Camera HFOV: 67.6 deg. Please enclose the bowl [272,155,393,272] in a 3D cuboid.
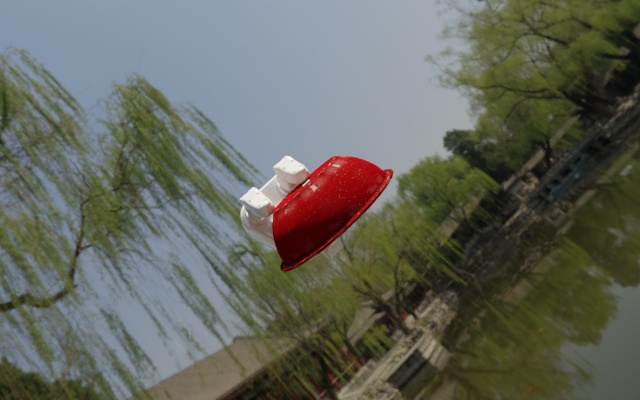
[{"bbox_3d":[0.000,0.001,0.515,0.162,0.055,0.162,-41,7,6],"label":"bowl"}]
